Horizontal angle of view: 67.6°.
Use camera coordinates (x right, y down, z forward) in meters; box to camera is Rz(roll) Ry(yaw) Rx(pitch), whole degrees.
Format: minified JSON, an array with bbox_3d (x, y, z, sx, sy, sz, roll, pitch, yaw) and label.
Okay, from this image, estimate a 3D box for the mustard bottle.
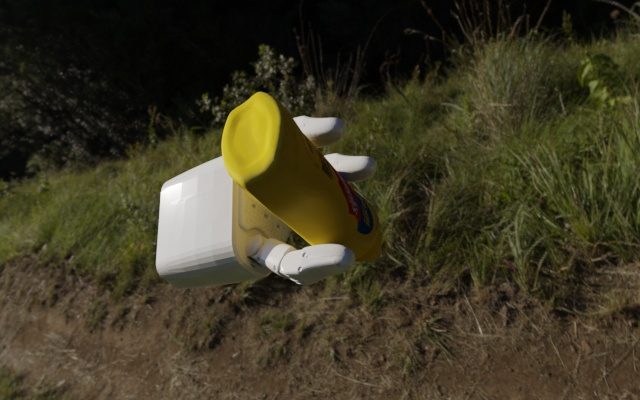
[{"bbox_3d":[0.000,0.001,0.403,0.058,0.096,0.192,-34,-48,12],"label":"mustard bottle"}]
